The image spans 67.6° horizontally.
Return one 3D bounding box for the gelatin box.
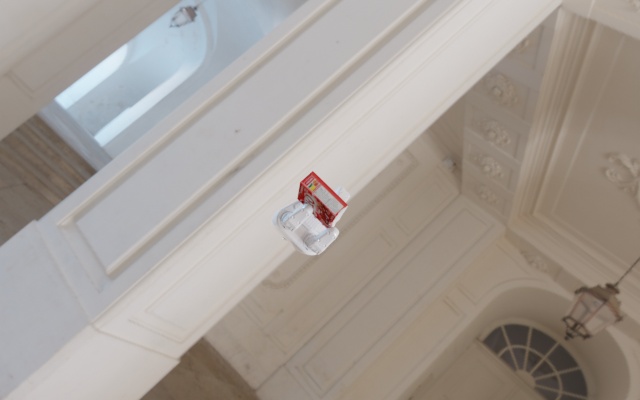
[{"bbox_3d":[0.000,0.002,0.722,0.030,0.073,0.089,-43,-7,-16],"label":"gelatin box"}]
